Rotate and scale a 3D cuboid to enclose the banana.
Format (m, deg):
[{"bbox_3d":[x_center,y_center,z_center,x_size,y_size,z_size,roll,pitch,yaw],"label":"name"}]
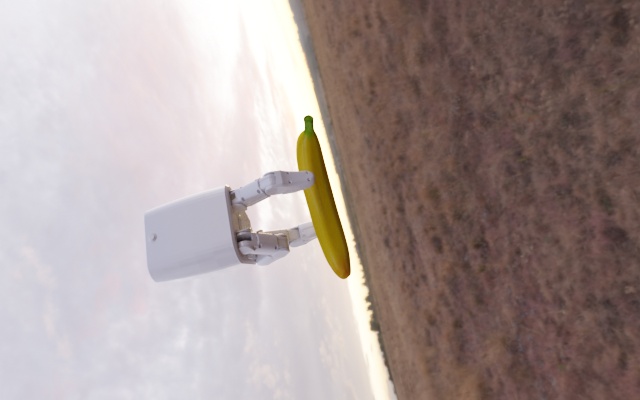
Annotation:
[{"bbox_3d":[0.000,-0.001,0.588,0.037,0.198,0.069,-15,-1,1],"label":"banana"}]
